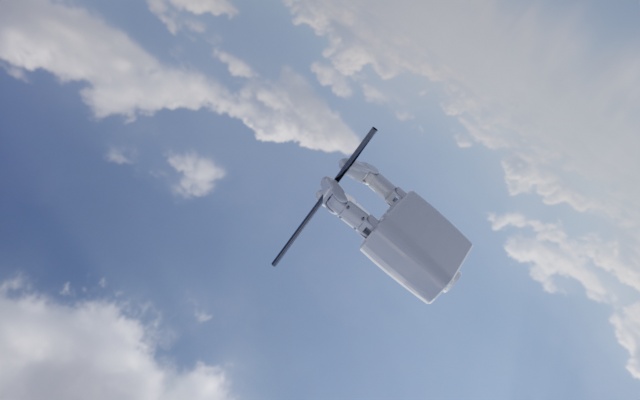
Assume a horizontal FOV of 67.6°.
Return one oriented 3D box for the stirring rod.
[{"bbox_3d":[0.000,0.002,0.622,0.011,0.240,0.011,30,25,-15],"label":"stirring rod"}]
